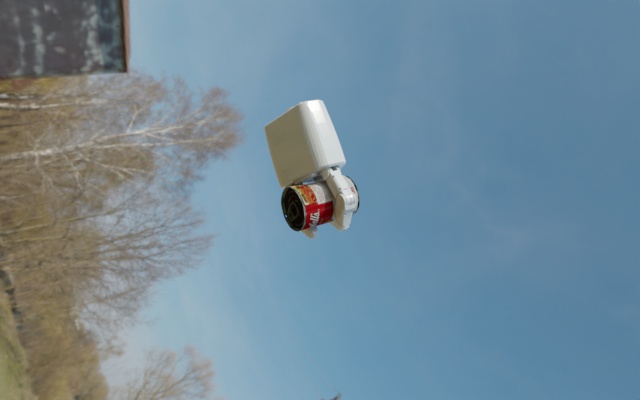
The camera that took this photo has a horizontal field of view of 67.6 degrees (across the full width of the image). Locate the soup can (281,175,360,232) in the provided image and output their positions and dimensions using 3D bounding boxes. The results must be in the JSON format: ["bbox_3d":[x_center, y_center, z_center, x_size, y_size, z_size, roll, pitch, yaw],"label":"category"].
[{"bbox_3d":[0.001,0.003,0.731,0.102,0.068,0.068,-14,7,-31],"label":"soup can"}]
